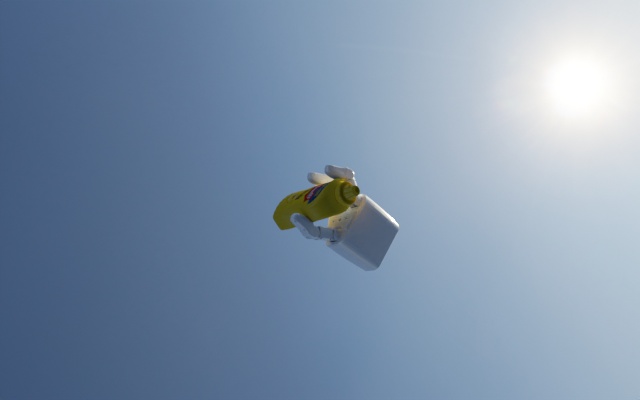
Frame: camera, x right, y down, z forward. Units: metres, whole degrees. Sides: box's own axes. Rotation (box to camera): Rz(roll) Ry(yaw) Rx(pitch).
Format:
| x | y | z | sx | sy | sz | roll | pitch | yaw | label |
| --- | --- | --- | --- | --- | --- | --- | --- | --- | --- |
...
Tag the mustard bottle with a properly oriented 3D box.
| x | y | z | sx | sy | sz | roll | pitch | yaw | label |
| --- | --- | --- | --- | --- | --- | --- | --- | --- | --- |
| 0.000 | 0.003 | 0.865 | 0.191 | 0.058 | 0.096 | -17 | 19 | 49 | mustard bottle |
